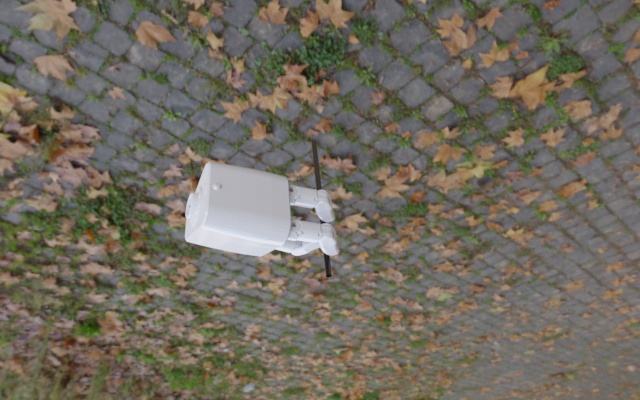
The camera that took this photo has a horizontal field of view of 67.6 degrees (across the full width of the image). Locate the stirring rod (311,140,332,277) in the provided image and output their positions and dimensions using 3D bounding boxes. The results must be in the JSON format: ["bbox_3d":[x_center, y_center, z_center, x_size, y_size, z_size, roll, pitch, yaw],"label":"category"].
[{"bbox_3d":[0.000,0.002,0.701,0.011,0.239,0.011,-4,-35,-3],"label":"stirring rod"}]
